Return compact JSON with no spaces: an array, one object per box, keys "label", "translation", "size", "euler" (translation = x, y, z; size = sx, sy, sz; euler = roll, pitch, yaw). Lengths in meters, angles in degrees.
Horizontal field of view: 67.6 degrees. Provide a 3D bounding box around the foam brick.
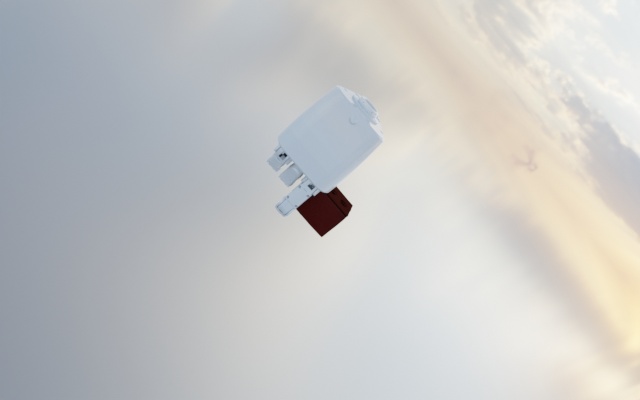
[{"label":"foam brick","translation":[0.000,0.002,0.676],"size":[0.051,0.078,0.053],"euler":[-40,5,20]}]
